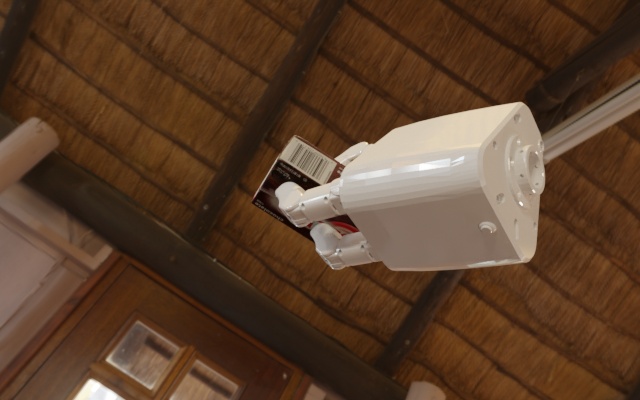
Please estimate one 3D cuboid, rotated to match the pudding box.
[{"bbox_3d":[0.000,0.001,0.451,0.113,0.039,0.090,35,-36,-5],"label":"pudding box"}]
